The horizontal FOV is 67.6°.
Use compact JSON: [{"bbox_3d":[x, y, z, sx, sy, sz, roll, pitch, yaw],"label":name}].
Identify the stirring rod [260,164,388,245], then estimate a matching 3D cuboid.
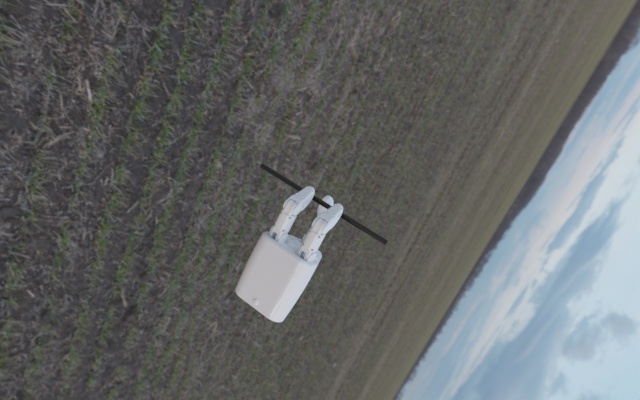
[{"bbox_3d":[0.000,0.002,0.743,0.239,0.011,0.011,32,12,20],"label":"stirring rod"}]
